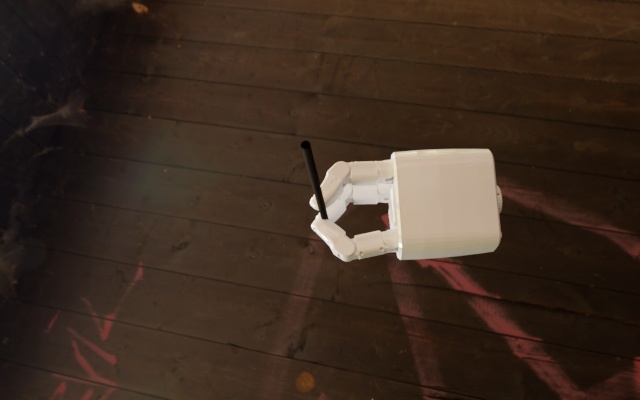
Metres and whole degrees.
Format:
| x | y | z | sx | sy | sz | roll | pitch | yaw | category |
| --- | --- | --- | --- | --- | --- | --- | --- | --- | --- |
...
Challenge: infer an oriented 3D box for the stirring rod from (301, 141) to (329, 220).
| x | y | z | sx | sy | sz | roll | pitch | yaw | category |
| --- | --- | --- | --- | --- | --- | --- | --- | --- | --- |
| 0.000 | 0.002 | 0.492 | 0.011 | 0.011 | 0.240 | 0 | -22 | 6 | stirring rod |
